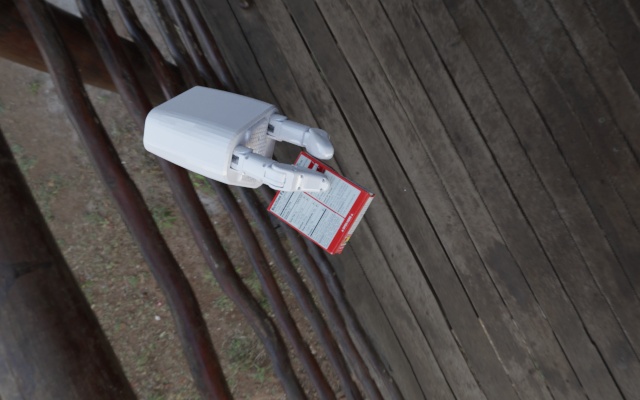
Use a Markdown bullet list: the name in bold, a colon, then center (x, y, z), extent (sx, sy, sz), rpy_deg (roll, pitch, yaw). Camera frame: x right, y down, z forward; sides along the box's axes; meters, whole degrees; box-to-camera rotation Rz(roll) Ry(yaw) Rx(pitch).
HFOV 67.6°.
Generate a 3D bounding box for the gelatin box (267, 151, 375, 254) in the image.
- **gelatin box**: center (0.000, 0.002, 0.497), extent (0.089, 0.073, 0.030), rpy_deg (33, 9, 20)
